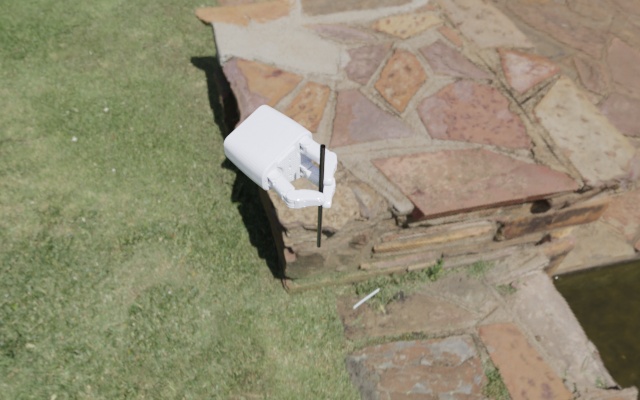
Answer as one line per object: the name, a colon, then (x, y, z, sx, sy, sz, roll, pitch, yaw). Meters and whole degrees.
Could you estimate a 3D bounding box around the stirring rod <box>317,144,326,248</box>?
stirring rod: (0.000, 0.003, 0.752, 0.011, 0.011, 0.240, 0, -40, -2)
